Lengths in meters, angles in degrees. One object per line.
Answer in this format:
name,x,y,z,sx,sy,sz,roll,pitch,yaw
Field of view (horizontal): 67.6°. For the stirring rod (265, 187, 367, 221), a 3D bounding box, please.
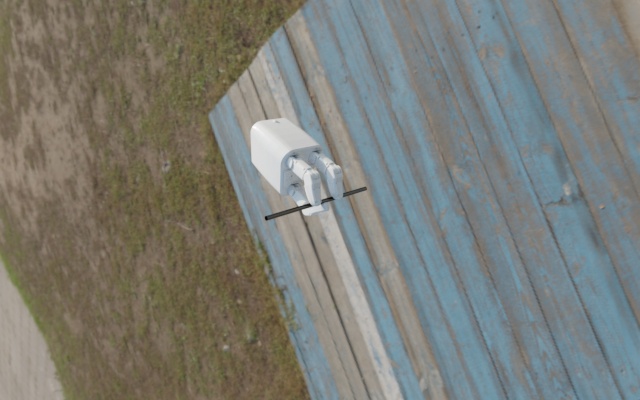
stirring rod,0.000,0.003,0.837,0.239,0.011,0.011,-17,11,-42
